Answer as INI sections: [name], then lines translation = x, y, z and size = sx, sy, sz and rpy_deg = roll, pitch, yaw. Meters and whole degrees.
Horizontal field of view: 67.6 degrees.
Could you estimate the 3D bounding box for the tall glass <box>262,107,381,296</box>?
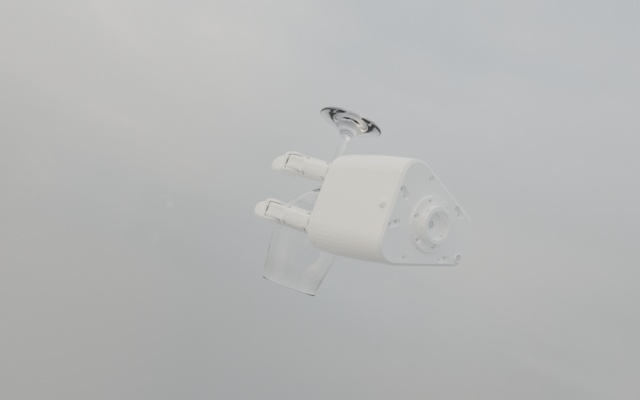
[tall glass]
translation = 0.000, 0.001, 0.535
size = 0.079, 0.201, 0.079
rpy_deg = 20, -9, 3
